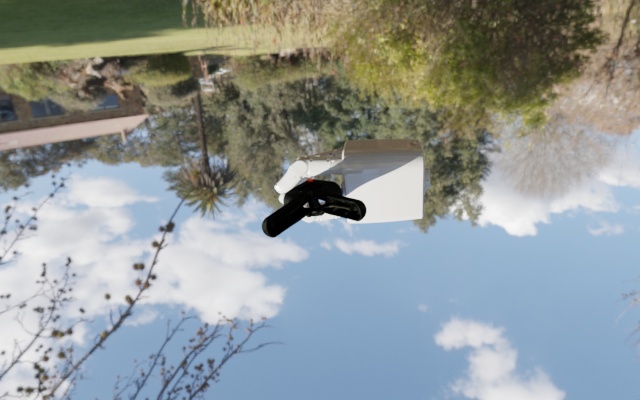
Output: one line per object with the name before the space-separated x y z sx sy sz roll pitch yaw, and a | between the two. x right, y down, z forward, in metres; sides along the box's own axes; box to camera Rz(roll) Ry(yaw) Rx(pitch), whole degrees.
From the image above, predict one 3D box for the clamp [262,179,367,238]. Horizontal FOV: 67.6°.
clamp | 0.000 0.003 0.608 0.120 0.039 0.171 -3 19 8
